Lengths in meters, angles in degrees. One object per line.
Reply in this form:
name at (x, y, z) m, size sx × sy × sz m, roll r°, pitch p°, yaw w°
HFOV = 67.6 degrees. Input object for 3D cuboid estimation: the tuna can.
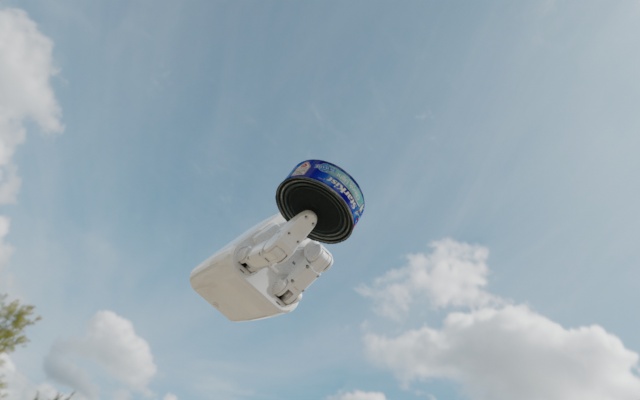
tuna can at (0.000, 0.001, 0.478) m, size 0.086 × 0.086 × 0.033 m, roll 0°, pitch 39°, yaw 35°
